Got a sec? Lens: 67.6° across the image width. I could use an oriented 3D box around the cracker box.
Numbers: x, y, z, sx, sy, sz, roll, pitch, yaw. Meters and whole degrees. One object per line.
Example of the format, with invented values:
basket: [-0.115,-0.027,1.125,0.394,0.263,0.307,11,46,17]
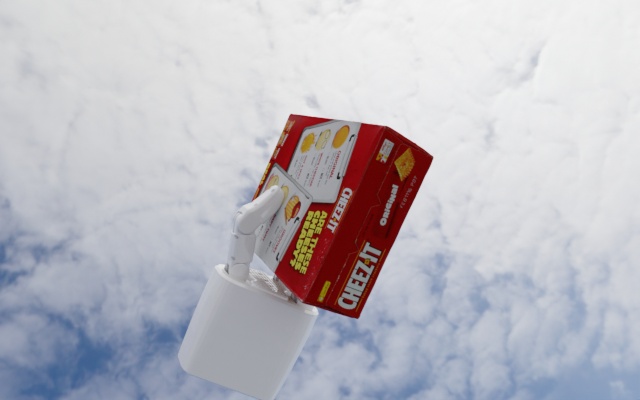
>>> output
cracker box: [0.000,0.002,0.498,0.072,0.164,0.213,24,1,-28]
